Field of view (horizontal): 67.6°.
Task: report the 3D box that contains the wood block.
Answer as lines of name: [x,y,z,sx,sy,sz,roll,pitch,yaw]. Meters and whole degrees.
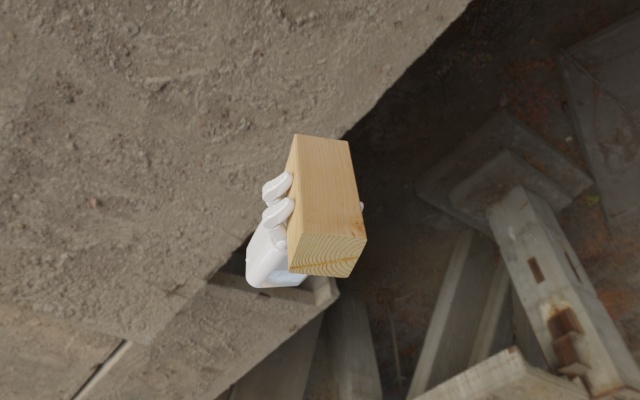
wood block: [0.000,0.003,0.713,0.091,0.206,0.090,7,-46,-14]
